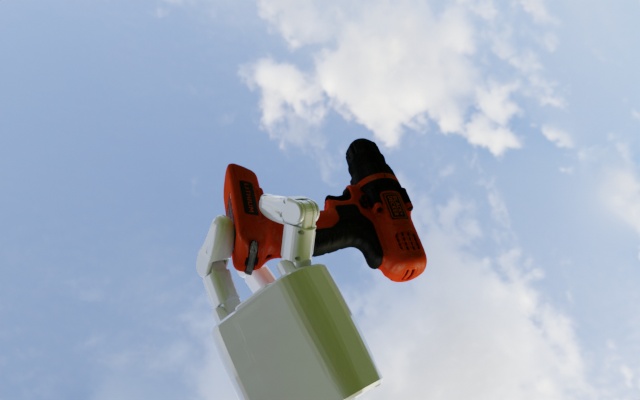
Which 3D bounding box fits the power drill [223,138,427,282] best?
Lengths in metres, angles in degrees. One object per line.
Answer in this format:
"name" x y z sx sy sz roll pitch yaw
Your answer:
"power drill" 0.000 0.002 0.484 0.187 0.184 0.057 -2 -43 -17
